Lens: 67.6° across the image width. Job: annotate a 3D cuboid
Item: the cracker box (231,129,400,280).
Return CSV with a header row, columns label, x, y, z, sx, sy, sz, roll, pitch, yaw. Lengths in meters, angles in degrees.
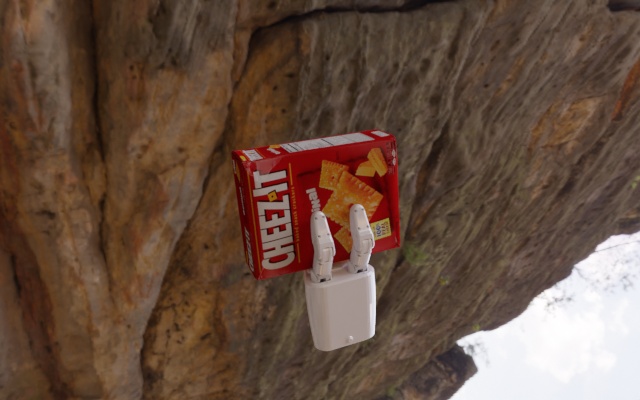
label,x,y,z,sx,sy,sz,roll,pitch,yaw
cracker box,0.000,0.002,0.648,0.213,0.164,0.072,-11,20,-18
